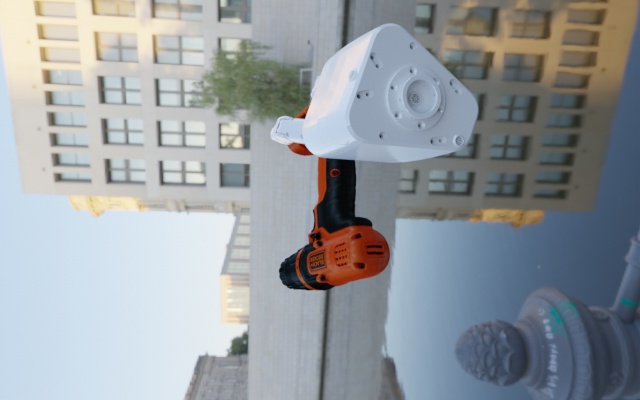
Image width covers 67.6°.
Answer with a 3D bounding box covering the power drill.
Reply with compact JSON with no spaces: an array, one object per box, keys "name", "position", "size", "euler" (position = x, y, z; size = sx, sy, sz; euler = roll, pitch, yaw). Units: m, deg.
[{"name":"power drill","position":[0.000,0.001,0.515],"size":[0.057,0.187,0.184],"euler":[1,-15,-31]}]
